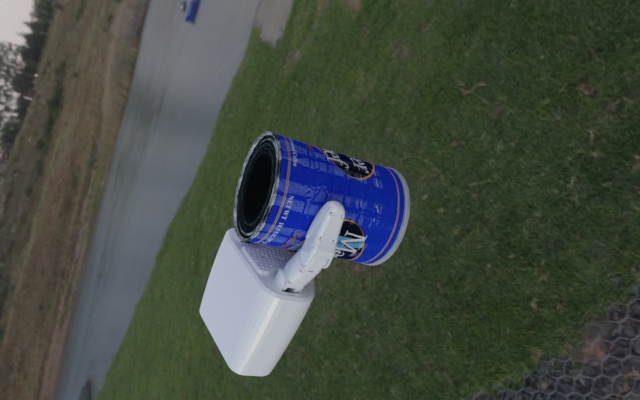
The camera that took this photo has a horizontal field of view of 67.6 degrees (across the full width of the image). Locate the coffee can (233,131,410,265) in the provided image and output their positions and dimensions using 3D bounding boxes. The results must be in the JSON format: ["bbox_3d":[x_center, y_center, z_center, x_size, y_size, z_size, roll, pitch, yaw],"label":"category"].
[{"bbox_3d":[0.000,0.001,0.463,0.140,0.103,0.103,14,-6,-27],"label":"coffee can"}]
